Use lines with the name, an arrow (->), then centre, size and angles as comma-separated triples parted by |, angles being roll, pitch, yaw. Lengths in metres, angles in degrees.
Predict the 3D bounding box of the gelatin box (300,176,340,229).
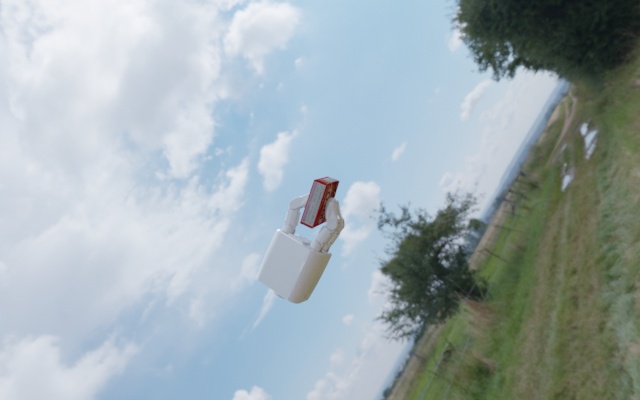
gelatin box -> 0.000, 0.002, 0.890 | 0.030, 0.089, 0.073 | 22, 14, 17
